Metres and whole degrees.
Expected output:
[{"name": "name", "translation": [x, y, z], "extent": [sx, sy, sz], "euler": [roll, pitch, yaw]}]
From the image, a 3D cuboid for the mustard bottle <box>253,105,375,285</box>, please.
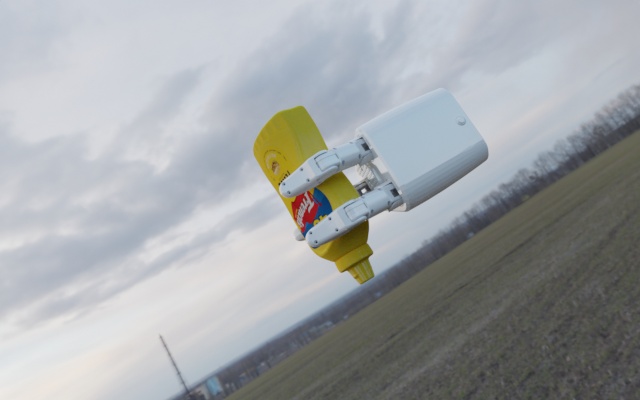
[{"name": "mustard bottle", "translation": [0.000, 0.002, 0.507], "extent": [0.058, 0.191, 0.096], "euler": [-24, -14, -35]}]
